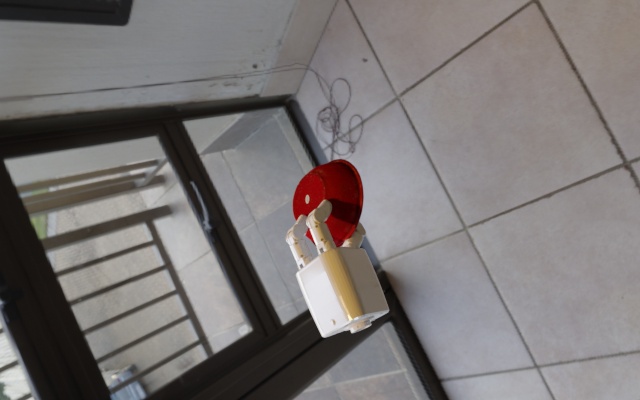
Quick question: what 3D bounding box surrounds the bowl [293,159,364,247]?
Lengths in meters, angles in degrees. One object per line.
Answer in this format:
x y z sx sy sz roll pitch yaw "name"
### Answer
-0.001 0.002 0.815 0.055 0.162 0.162 12 -7 -36 "bowl"
